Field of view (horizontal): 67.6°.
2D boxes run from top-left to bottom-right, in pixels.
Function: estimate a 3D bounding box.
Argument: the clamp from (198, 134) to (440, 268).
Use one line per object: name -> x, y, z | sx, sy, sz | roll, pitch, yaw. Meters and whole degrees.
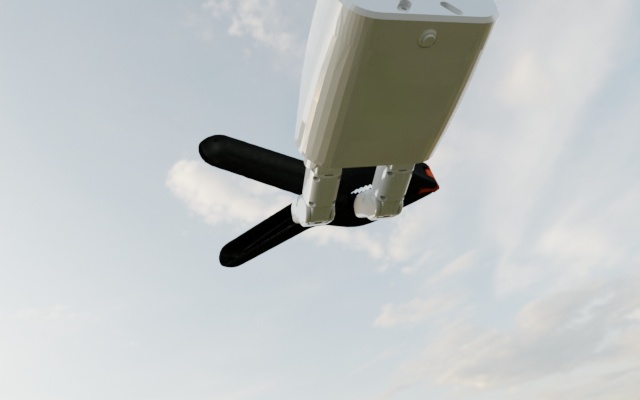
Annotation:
clamp -> 0.000, 0.001, 0.423 | 0.210, 0.036, 0.165 | -5, -36, -18
